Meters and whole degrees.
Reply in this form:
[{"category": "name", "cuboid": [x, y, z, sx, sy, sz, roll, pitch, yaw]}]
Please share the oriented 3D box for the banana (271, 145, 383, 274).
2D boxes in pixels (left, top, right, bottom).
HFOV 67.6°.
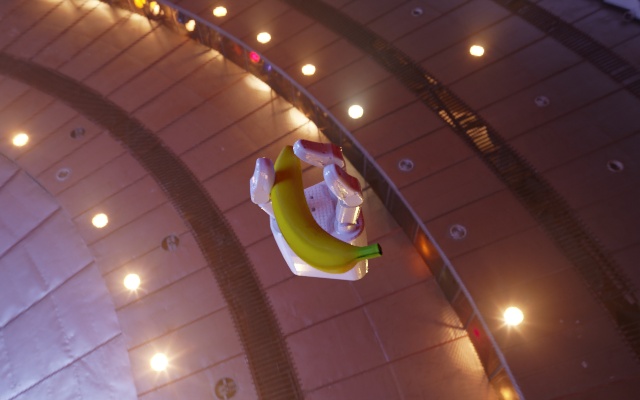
[{"category": "banana", "cuboid": [-0.014, 0.014, 0.496, 0.069, 0.037, 0.197, -33, 48, -7]}]
